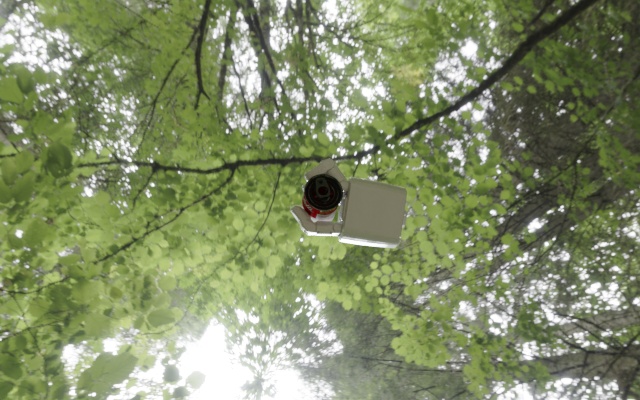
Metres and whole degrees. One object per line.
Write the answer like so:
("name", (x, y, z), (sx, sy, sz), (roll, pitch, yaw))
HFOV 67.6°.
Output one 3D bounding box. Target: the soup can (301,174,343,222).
("soup can", (0.000, 0.003, 0.866), (0.068, 0.068, 0.102), (0, -20, -7))
